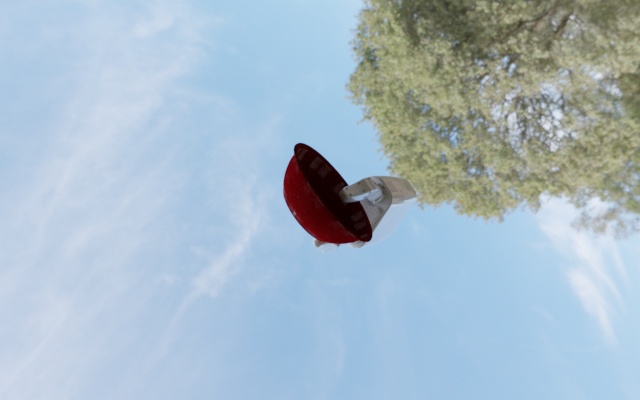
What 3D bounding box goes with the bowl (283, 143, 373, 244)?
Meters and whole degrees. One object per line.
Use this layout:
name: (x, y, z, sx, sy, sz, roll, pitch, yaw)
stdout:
bowl: (-0.001, 0.002, 0.641, 0.055, 0.162, 0.162, -37, -12, 17)
